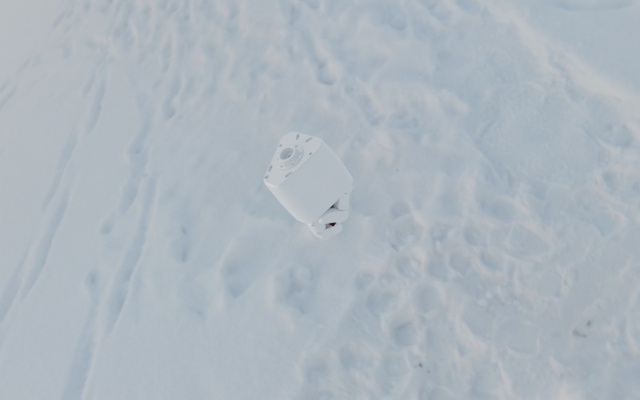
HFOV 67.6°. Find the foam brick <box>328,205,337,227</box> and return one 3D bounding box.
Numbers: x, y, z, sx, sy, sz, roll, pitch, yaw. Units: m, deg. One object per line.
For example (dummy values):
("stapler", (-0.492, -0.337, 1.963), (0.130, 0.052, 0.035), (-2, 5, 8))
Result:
("foam brick", (0.000, 0.003, 0.857), (0.078, 0.053, 0.051), (20, -22, 42))
